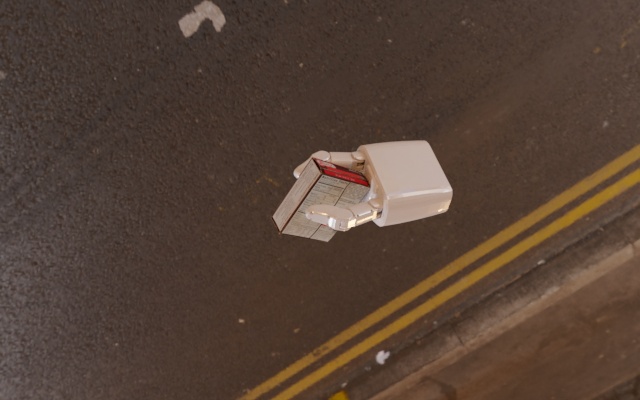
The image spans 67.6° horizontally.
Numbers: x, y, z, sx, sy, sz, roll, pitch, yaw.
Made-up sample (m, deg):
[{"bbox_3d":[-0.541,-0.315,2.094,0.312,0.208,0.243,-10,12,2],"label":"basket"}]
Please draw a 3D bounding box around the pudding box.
[{"bbox_3d":[0.000,0.002,0.648,0.090,0.113,0.039,15,32,-38],"label":"pudding box"}]
